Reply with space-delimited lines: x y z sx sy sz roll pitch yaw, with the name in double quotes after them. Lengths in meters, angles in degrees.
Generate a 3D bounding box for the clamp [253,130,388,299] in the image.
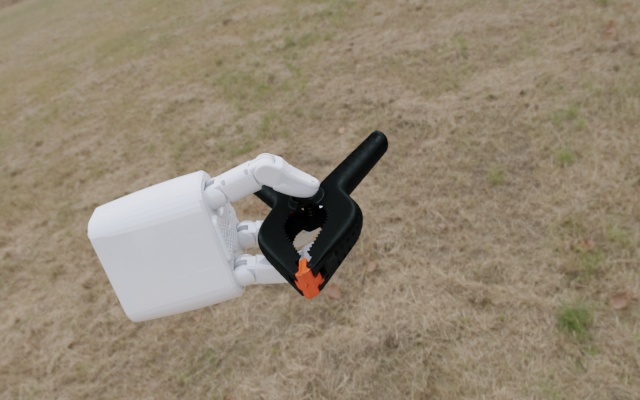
0.000 0.001 0.443 0.164 0.036 0.209 -19 33 5 "clamp"
